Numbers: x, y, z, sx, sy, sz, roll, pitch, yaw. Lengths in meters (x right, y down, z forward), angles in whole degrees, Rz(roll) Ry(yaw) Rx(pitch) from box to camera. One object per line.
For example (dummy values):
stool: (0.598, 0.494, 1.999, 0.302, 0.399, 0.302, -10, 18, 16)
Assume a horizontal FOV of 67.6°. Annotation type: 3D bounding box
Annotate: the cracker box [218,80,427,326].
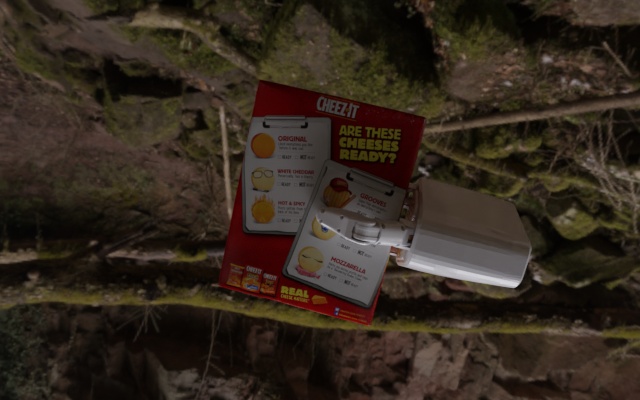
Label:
cracker box: (0.000, 0.002, 0.493, 0.164, 0.214, 0.072, 14, 10, 4)
